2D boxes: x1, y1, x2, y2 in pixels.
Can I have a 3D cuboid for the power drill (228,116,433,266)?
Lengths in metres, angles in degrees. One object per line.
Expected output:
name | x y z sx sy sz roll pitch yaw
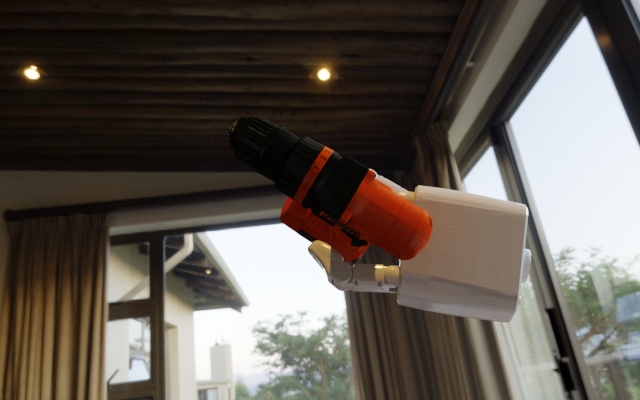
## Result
power drill | 0.000 0.002 0.457 0.184 0.057 0.188 33 -11 2
